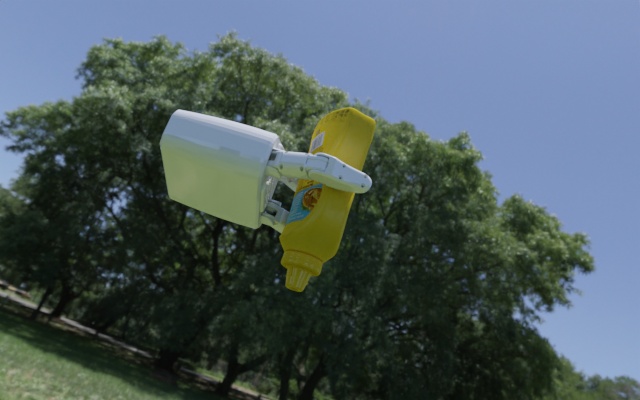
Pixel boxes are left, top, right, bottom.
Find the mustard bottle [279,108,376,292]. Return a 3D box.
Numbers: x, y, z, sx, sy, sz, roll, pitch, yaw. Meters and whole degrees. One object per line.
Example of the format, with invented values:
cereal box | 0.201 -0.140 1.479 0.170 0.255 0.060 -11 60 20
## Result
mustard bottle | 0.000 0.002 0.502 0.058 0.191 0.096 26 -23 -20
